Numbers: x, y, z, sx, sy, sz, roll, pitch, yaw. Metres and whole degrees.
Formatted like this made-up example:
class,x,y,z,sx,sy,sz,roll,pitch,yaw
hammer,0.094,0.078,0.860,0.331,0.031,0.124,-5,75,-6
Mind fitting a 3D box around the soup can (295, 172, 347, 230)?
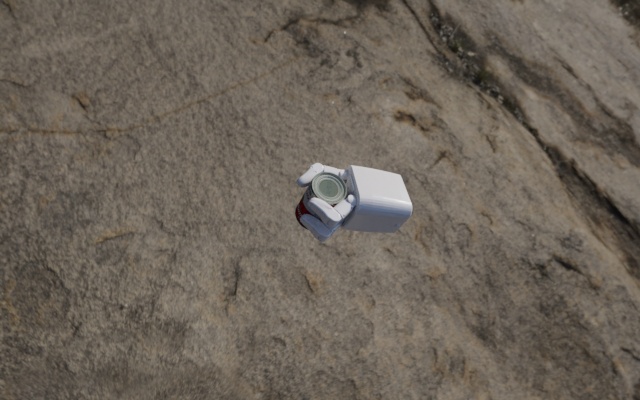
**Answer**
class,x,y,z,sx,sy,sz,roll,pitch,yaw
soup can,0.000,0.002,0.859,0.068,0.068,0.102,0,-30,-21
